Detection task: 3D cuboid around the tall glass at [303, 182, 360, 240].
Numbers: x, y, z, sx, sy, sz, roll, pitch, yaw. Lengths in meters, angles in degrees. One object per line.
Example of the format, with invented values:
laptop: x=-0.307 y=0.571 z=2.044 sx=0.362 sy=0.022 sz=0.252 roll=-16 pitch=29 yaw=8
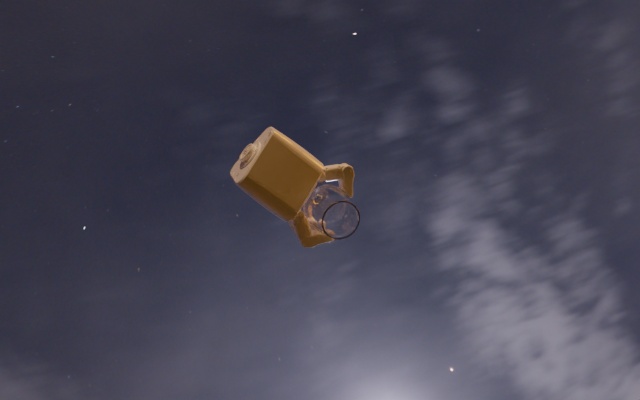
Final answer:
tall glass: x=0.000 y=0.002 z=0.810 sx=0.079 sy=0.079 sz=0.201 roll=0 pitch=16 yaw=-19
